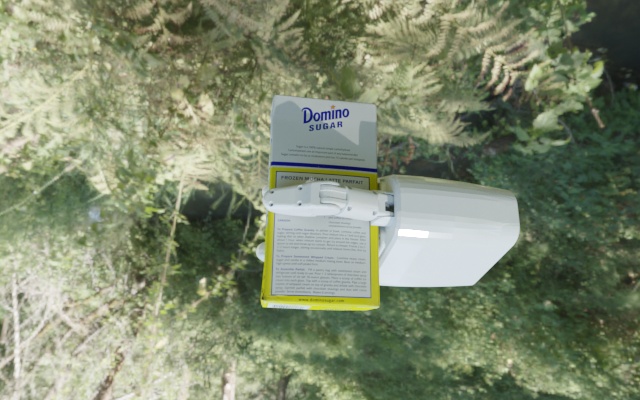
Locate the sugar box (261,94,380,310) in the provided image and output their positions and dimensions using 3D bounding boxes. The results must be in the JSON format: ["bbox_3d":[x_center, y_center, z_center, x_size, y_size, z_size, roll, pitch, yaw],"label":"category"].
[{"bbox_3d":[0.000,0.002,0.405,0.093,0.176,0.048,4,-19,-8],"label":"sugar box"}]
